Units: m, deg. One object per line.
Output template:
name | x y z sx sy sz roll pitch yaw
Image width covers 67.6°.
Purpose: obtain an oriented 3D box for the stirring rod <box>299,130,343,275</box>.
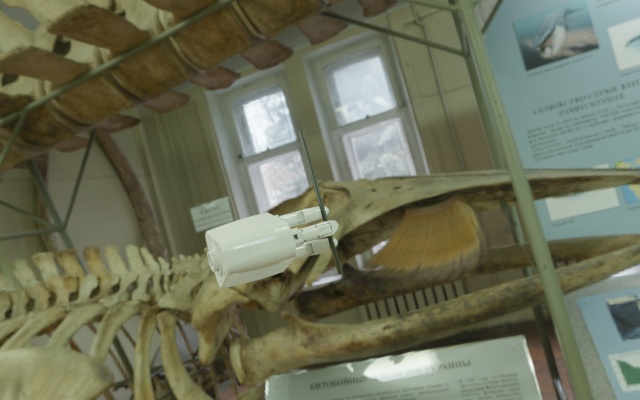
stirring rod | 0.000 0.003 0.771 0.011 0.239 0.011 -15 -1 0
